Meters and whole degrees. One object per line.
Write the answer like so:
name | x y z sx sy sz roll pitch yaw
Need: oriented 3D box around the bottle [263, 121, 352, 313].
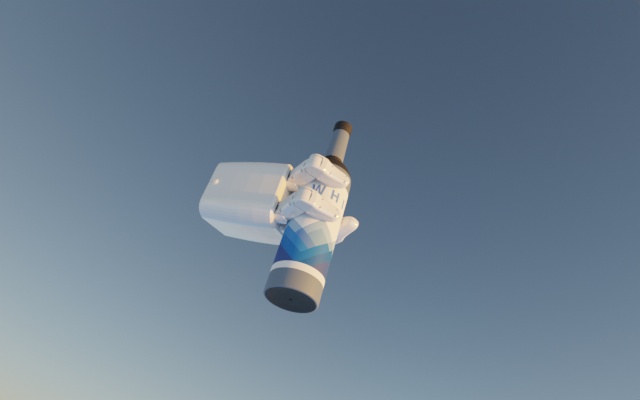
bottle | 0.000 0.002 0.639 0.069 0.295 0.069 11 -36 8
